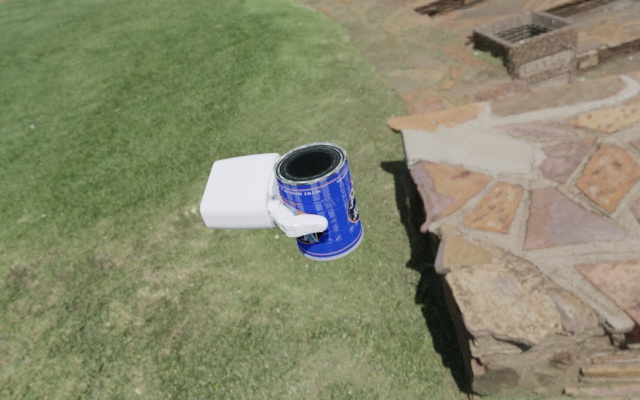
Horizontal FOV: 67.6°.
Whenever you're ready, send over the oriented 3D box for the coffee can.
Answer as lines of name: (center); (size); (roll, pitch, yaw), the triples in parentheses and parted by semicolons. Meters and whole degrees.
coffee can: (0.000, 0.002, 0.690); (0.103, 0.140, 0.102); (-10, 36, 7)
